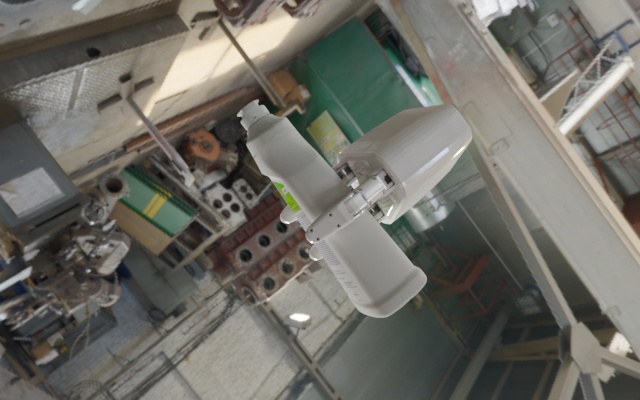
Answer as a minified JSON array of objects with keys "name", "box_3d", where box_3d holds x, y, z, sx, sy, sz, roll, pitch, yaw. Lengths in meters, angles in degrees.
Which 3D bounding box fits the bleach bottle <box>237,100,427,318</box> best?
[{"name":"bleach bottle","box_3d":[0.000,0.002,0.498,0.068,0.251,0.102,-37,2,-16]}]
